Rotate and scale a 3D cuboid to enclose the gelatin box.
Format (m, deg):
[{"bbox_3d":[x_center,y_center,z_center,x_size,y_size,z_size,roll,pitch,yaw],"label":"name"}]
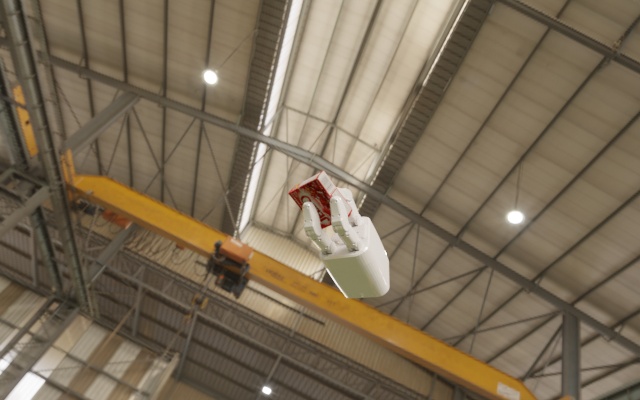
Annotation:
[{"bbox_3d":[0.000,0.002,0.815,0.073,0.089,0.030,-25,18,40],"label":"gelatin box"}]
